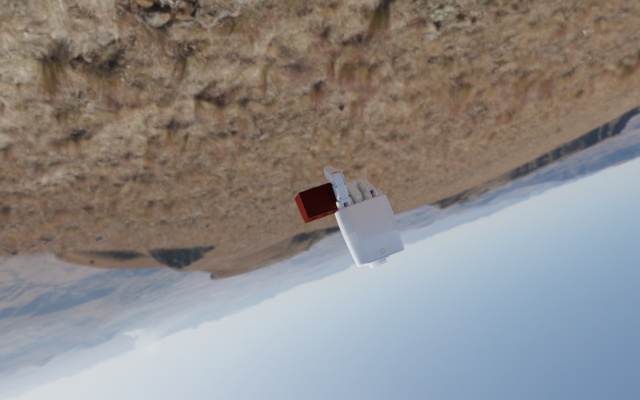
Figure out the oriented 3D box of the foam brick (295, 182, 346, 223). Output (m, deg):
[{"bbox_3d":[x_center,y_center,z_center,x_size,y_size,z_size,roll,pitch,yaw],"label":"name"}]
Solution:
[{"bbox_3d":[0.000,0.003,0.875,0.078,0.051,0.053,-19,-8,-13],"label":"foam brick"}]
